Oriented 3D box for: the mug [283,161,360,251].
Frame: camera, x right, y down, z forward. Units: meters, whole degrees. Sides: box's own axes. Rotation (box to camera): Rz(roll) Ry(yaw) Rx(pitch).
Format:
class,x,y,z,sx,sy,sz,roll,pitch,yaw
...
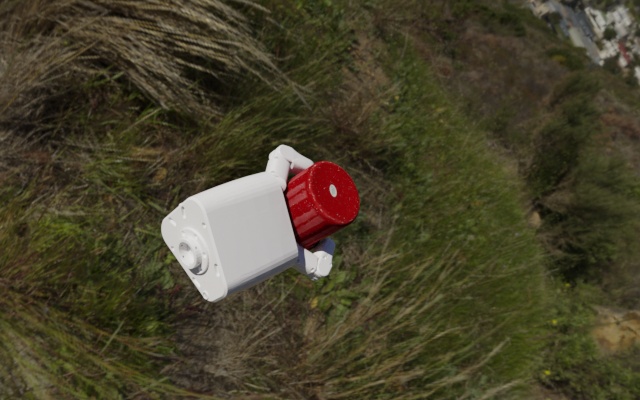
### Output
class,x,y,z,sx,sy,sz,roll,pitch,yaw
mug,0.001,0.002,0.582,0.117,0.093,0.081,-22,-6,-47
